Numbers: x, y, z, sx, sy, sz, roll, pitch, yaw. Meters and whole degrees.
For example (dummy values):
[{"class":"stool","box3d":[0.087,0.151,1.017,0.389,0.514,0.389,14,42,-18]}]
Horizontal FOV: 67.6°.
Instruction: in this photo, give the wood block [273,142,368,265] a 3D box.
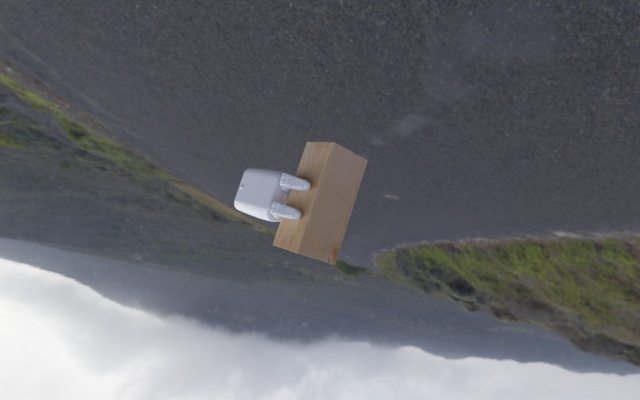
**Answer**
[{"class":"wood block","box3d":[0.000,0.003,0.890,0.091,0.206,0.090,23,-8,-37]}]
